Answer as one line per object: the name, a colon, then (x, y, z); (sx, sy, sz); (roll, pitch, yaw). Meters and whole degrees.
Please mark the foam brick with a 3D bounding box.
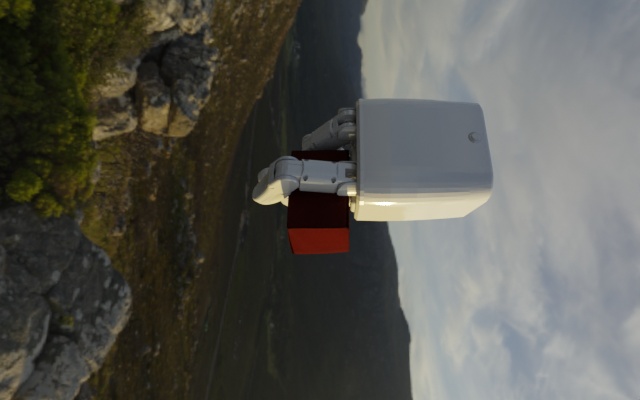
foam brick: (0.000, 0.002, 0.415); (0.051, 0.078, 0.053); (1, -28, 3)
